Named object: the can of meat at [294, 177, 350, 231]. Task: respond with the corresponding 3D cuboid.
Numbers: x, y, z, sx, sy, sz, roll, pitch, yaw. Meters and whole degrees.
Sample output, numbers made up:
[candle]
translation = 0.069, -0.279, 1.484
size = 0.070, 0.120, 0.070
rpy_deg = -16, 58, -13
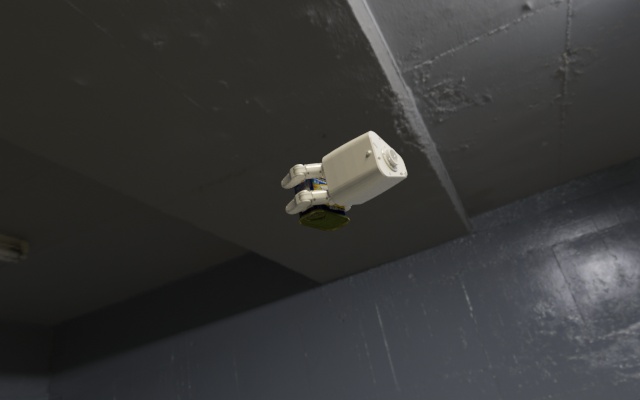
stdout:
[can of meat]
translation = 0.000, 0.003, 0.890
size = 0.057, 0.084, 0.102
rpy_deg = -31, -31, 34
